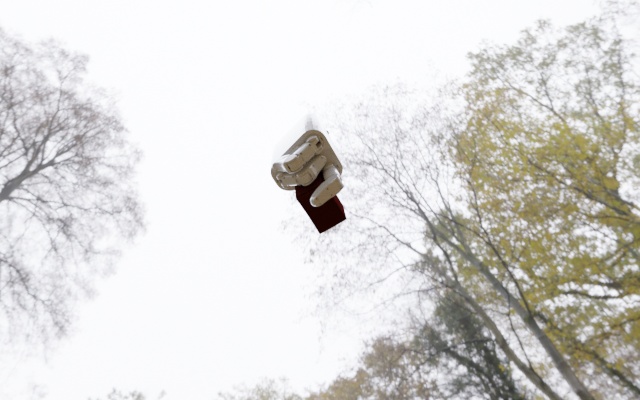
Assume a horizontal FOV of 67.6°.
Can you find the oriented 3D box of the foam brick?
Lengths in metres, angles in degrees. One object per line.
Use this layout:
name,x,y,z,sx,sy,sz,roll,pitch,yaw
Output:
foam brick,0.000,0.003,0.771,0.053,0.078,0.051,-28,26,9
